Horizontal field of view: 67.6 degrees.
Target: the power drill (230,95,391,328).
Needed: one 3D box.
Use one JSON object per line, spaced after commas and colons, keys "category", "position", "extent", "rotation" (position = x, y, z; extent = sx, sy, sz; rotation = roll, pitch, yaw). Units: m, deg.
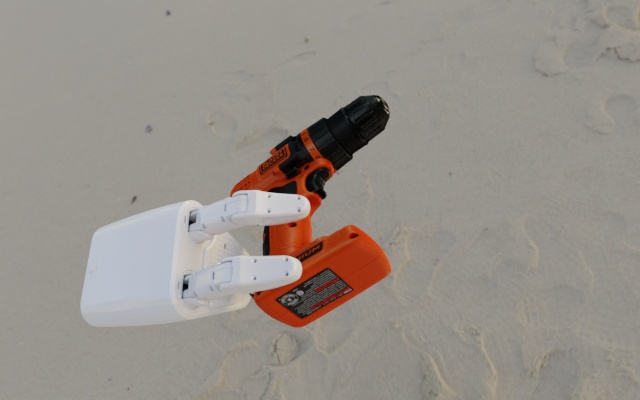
{"category": "power drill", "position": [0.000, 0.002, 0.419], "extent": [0.184, 0.187, 0.057], "rotation": [-36, -55, 17]}
